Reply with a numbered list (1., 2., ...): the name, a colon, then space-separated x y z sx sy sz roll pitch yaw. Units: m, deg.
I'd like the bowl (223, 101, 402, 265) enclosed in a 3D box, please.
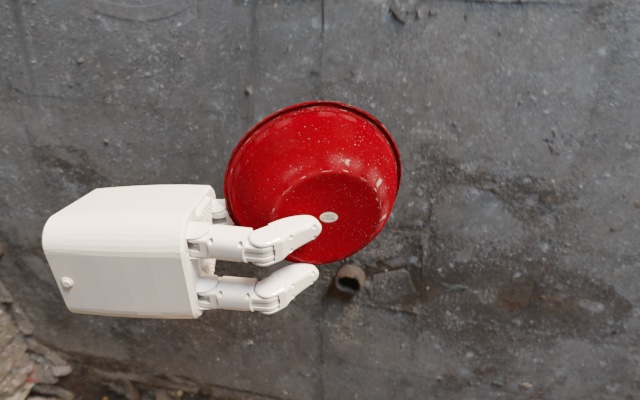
1. bowl: 0.001 0.001 0.406 0.162 0.162 0.055 0 33 -14
